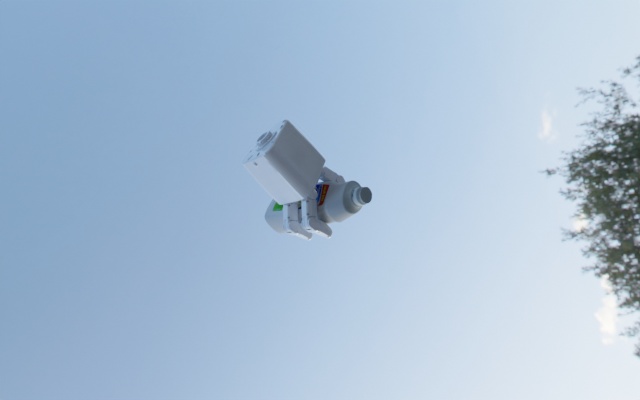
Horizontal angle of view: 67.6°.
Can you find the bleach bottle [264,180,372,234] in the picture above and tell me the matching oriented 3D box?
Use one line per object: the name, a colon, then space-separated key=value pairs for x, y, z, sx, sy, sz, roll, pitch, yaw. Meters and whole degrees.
bleach bottle: x=0.000 y=0.003 z=0.884 sx=0.068 sy=0.102 sz=0.251 roll=46 pitch=-34 yaw=-24
